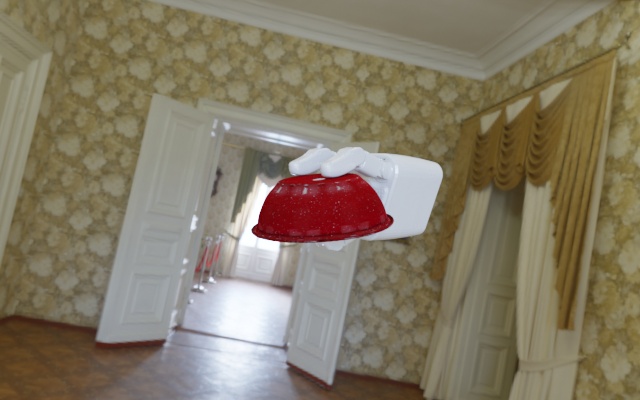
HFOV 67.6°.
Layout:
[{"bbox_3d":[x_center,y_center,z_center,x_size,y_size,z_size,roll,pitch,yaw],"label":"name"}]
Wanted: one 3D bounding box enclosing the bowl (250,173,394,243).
[{"bbox_3d":[-0.001,0.002,0.535,0.162,0.055,0.162,-4,10,1],"label":"bowl"}]
